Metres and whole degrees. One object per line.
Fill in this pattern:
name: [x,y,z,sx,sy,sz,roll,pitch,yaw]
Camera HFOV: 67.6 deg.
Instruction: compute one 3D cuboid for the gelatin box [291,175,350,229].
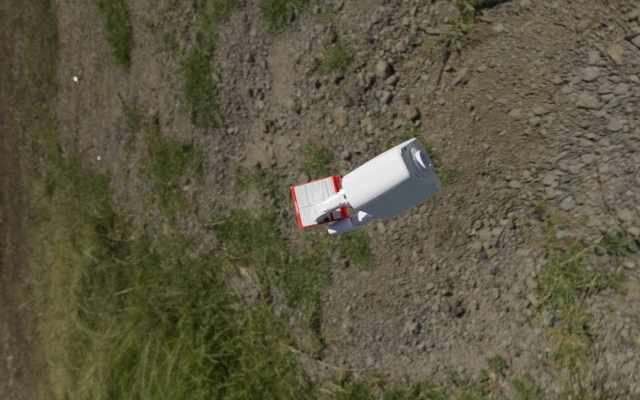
gelatin box: [0.000,0.003,0.804,0.089,0.073,0.030,-14,-2,30]
